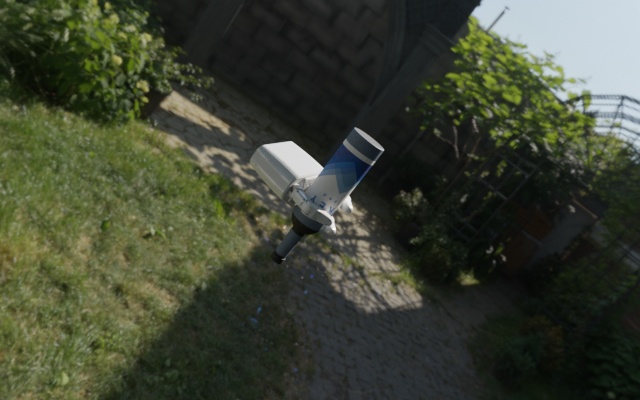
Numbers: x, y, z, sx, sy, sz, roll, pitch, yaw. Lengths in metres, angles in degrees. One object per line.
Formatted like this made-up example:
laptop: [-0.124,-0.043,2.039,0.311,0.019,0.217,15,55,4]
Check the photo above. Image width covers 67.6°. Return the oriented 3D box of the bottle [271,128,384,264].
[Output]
bottle: [0.000,0.003,0.884,0.069,0.296,0.069,34,17,-12]
